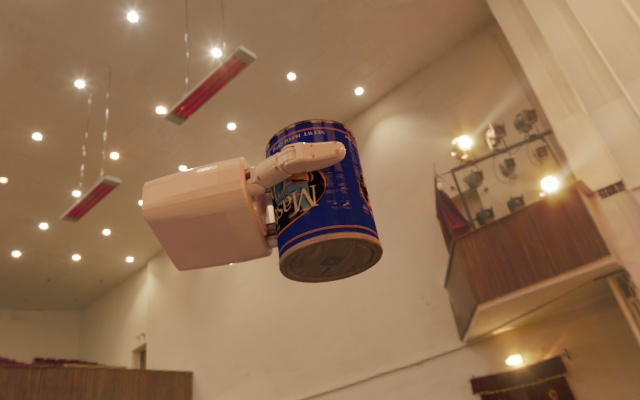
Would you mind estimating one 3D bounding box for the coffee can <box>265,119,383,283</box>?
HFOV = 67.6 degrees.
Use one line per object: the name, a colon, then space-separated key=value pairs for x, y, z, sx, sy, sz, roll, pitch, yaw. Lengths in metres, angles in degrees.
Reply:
coffee can: x=0.000 y=0.002 z=0.500 sx=0.103 sy=0.140 sz=0.103 roll=-8 pitch=-30 yaw=-5
